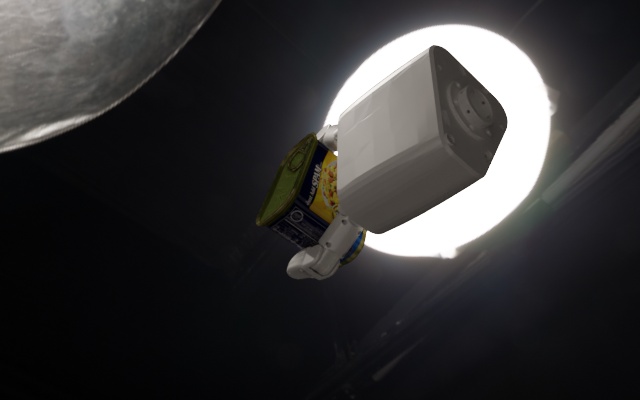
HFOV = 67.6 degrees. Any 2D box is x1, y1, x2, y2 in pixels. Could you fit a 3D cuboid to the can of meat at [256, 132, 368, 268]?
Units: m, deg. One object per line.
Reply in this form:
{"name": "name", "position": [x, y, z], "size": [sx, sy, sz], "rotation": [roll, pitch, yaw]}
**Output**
{"name": "can of meat", "position": [0.000, 0.002, 0.441], "size": [0.084, 0.102, 0.057], "rotation": [36, -45, -19]}
